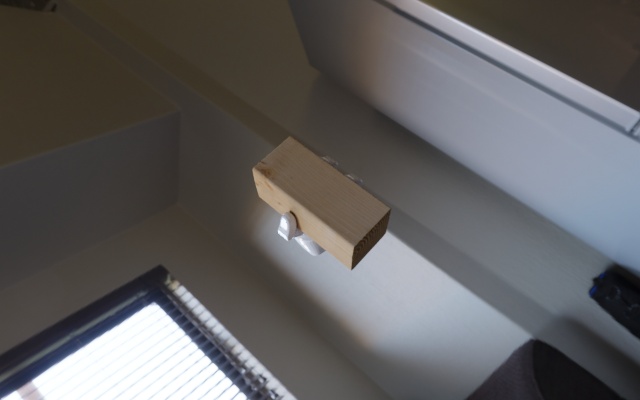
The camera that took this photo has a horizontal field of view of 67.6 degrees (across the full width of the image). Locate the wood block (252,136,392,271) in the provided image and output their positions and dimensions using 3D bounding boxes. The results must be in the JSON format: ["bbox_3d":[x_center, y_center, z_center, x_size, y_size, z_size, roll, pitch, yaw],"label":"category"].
[{"bbox_3d":[0.000,0.003,0.760,0.206,0.090,0.090,37,-23,20],"label":"wood block"}]
